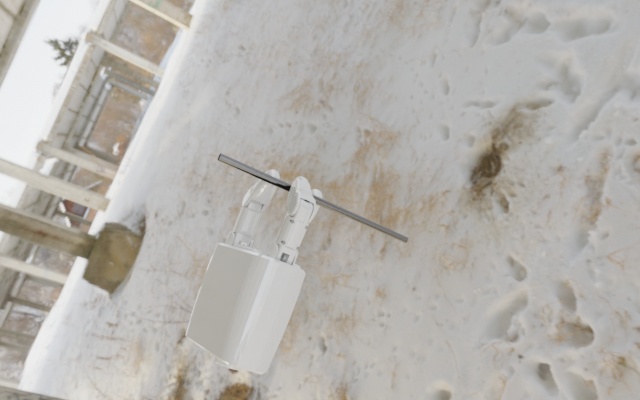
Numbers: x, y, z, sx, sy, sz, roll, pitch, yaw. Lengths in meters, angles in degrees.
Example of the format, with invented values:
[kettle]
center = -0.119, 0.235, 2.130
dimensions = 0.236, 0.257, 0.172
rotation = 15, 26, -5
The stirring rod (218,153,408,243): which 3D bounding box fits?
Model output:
[stirring rod]
center = 0.000, 0.002, 0.525
dimensions = 0.239, 0.011, 0.011
rotation = 24, -9, -22
